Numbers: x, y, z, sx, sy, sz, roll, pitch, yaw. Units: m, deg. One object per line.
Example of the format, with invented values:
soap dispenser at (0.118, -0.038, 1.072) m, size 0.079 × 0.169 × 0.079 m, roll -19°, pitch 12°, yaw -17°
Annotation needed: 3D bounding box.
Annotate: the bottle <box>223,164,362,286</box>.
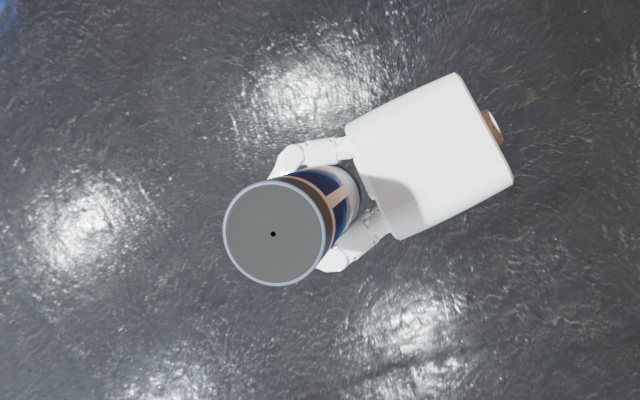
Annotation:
bottle at (0.000, 0.001, 0.435) m, size 0.069 × 0.069 × 0.295 m, roll 0°, pitch 8°, yaw 12°
